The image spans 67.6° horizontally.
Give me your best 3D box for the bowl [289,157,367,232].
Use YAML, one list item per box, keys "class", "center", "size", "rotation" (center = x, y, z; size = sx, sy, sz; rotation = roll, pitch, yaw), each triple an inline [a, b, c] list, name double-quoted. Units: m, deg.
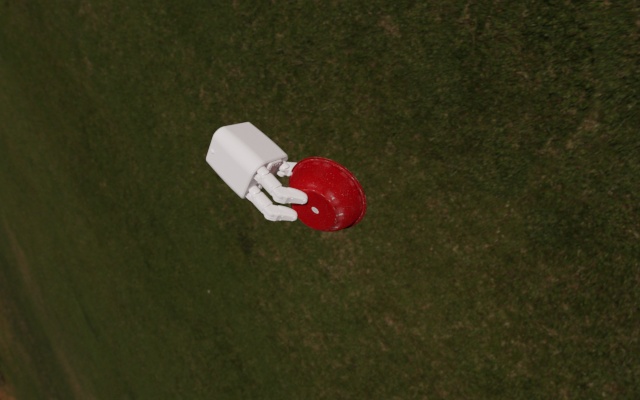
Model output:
- class: "bowl"
  center: [0.001, 0.004, 0.873]
  size: [0.162, 0.162, 0.055]
  rotation: [0, 35, 33]
